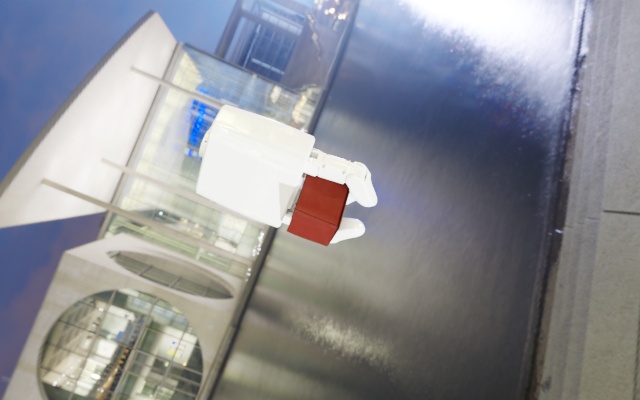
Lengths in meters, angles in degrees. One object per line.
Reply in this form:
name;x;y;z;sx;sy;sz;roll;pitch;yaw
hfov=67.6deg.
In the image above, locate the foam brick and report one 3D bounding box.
foam brick;0.000;0.002;0.536;0.051;0.078;0.053;20;-35;-4
